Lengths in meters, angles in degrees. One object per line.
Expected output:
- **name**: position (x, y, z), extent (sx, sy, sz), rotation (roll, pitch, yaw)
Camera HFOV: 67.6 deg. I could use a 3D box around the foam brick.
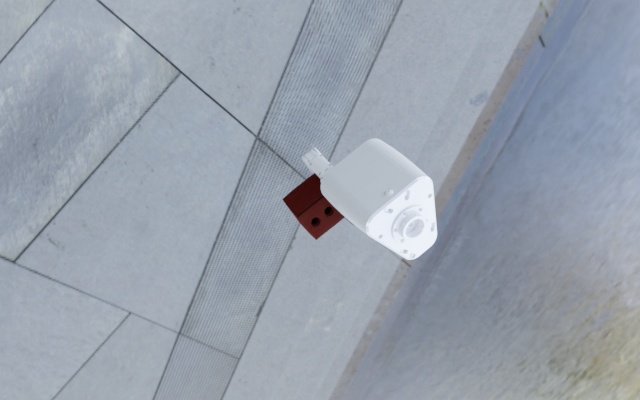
- **foam brick**: position (0.000, 0.002, 0.632), extent (0.051, 0.078, 0.053), rotation (47, -5, 49)
